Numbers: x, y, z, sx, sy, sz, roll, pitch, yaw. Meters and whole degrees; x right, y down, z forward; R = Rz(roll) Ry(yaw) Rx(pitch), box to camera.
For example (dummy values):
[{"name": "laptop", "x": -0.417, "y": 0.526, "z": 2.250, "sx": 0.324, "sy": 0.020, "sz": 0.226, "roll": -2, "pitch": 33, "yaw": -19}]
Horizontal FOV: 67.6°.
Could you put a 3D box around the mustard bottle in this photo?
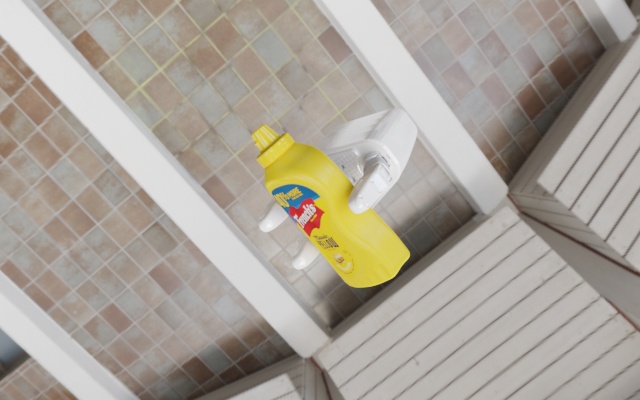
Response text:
[{"name": "mustard bottle", "x": 0.000, "y": 0.002, "z": 0.482, "sx": 0.058, "sy": 0.192, "sz": 0.096, "roll": -46, "pitch": 13, "yaw": -27}]
